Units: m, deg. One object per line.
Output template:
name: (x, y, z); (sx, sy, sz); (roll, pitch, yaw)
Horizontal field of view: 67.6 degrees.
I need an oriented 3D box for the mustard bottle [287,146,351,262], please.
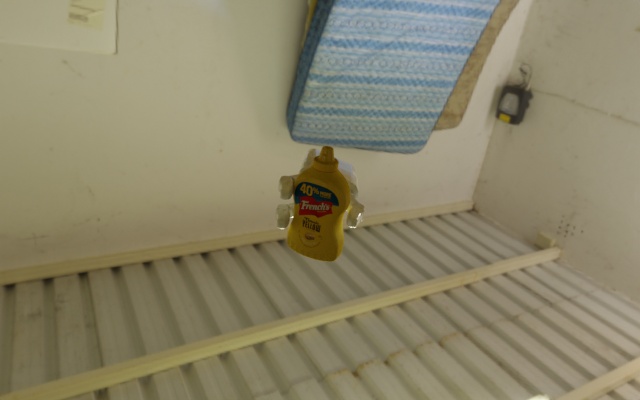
mustard bottle: (0.000, 0.003, 0.786); (0.096, 0.192, 0.058); (19, 28, 21)
